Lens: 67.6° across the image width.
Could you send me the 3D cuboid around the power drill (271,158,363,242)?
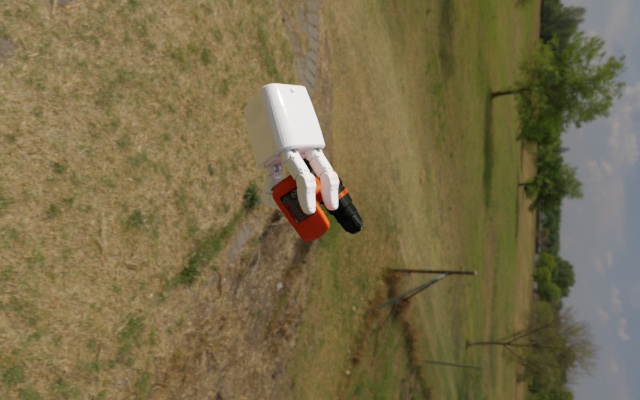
[{"bbox_3d":[0.000,0.003,0.818,0.057,0.184,0.187,-35,5,21],"label":"power drill"}]
